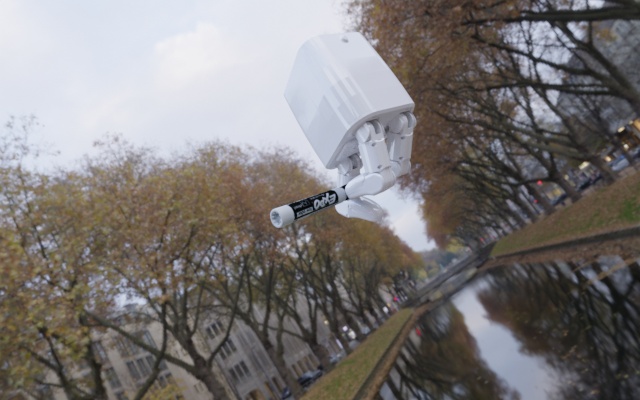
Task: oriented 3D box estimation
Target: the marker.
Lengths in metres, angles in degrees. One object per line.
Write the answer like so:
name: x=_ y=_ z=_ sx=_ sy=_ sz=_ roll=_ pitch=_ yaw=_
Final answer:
marker: x=0.000 y=0.002 z=0.492 sx=0.121 sy=0.020 sz=0.020 roll=-20 pitch=14 yaw=-42
